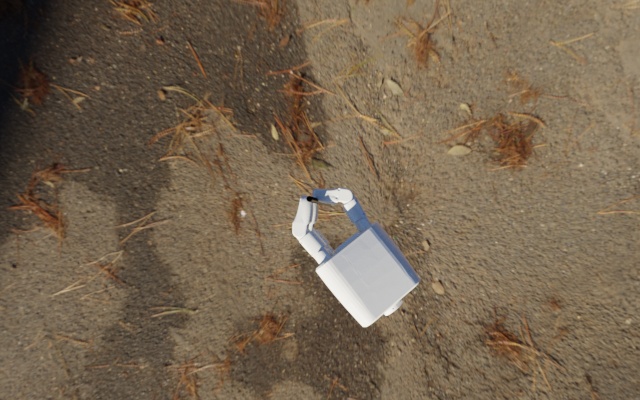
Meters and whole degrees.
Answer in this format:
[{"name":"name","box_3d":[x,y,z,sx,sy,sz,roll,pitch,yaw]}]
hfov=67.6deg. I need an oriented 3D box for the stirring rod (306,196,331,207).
[{"name":"stirring rod","box_3d":[0.000,0.003,0.755,0.011,0.011,0.239,0,-2,7]}]
